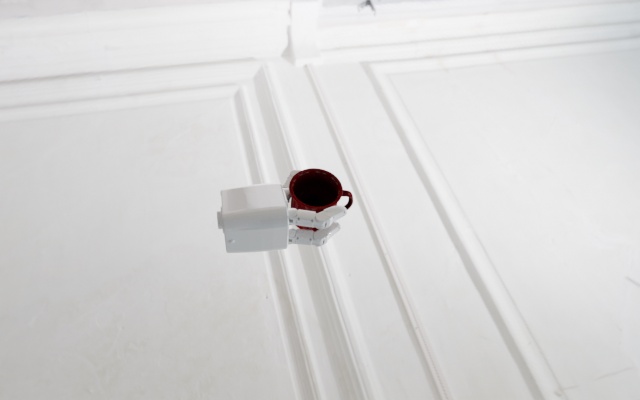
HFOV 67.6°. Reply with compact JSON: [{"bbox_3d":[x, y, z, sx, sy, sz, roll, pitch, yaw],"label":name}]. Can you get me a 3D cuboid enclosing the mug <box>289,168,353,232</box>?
[{"bbox_3d":[0.002,0.003,0.852,0.117,0.093,0.082,-3,-39,-10],"label":"mug"}]
